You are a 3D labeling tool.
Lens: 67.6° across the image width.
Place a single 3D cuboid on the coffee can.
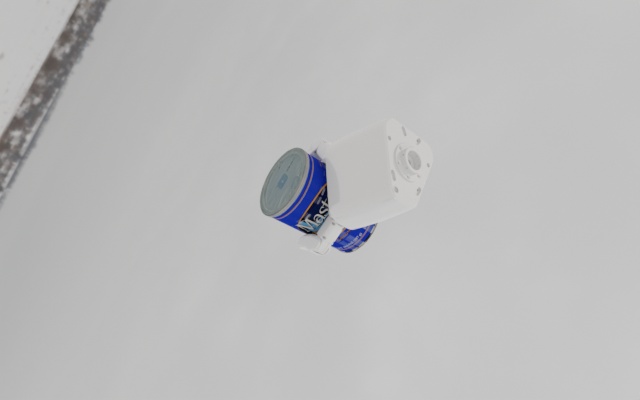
[{"bbox_3d":[0.000,0.002,0.679,0.140,0.102,0.103,29,-16,-31],"label":"coffee can"}]
